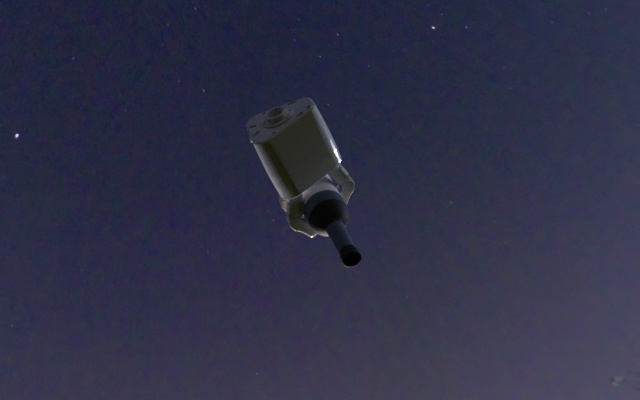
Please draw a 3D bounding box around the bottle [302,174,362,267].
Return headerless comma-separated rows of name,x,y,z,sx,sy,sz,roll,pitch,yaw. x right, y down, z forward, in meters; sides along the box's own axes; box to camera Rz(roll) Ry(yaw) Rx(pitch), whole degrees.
bottle,0.000,0.002,0.759,0.069,0.069,0.295,0,32,-20
